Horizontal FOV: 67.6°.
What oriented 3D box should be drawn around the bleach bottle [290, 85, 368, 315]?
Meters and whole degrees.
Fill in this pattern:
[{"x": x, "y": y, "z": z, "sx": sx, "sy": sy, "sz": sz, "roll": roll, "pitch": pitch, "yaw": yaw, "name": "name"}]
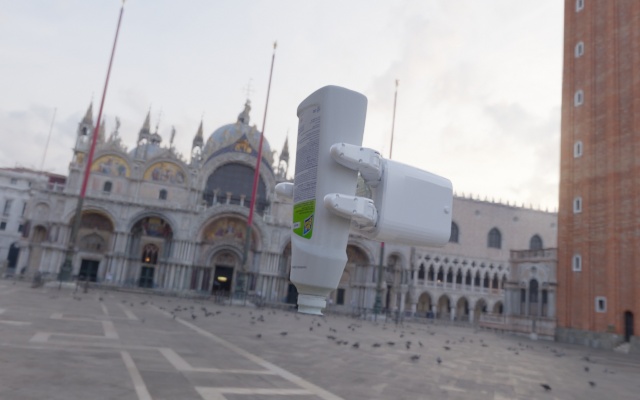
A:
[{"x": 0.000, "y": 0.002, "z": 0.550, "sx": 0.068, "sy": 0.250, "sz": 0.102, "roll": 12, "pitch": -13, "yaw": -22, "name": "bleach bottle"}]
